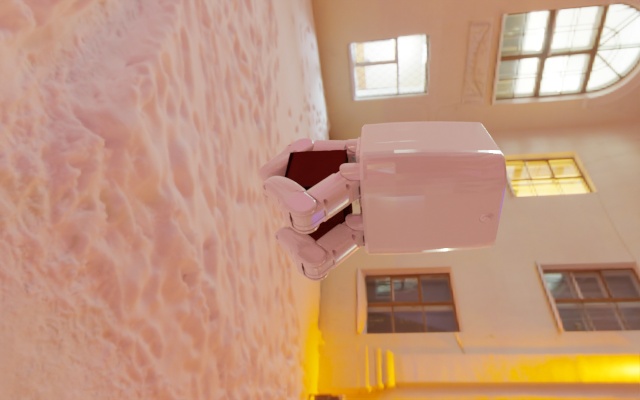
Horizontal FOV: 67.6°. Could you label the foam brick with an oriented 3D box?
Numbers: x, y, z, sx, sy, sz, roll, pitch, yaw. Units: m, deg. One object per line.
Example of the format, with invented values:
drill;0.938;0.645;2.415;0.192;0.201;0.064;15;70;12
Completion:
foam brick;0.000;0.002;0.425;0.051;0.078;0.053;-1;43;8
